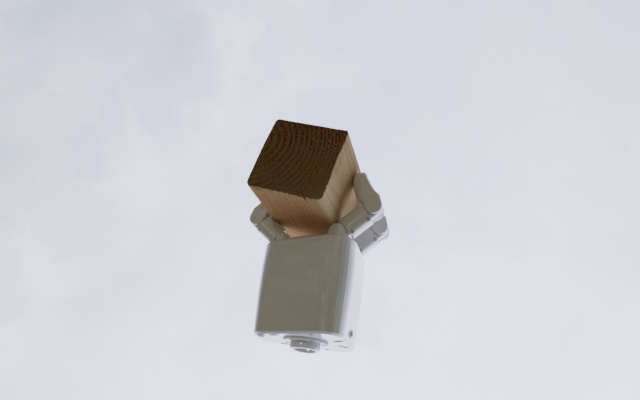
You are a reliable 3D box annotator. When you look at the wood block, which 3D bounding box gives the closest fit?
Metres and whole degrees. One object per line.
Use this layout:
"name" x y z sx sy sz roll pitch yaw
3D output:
"wood block" 0.000 0.002 0.592 0.091 0.090 0.206 13 -24 21
